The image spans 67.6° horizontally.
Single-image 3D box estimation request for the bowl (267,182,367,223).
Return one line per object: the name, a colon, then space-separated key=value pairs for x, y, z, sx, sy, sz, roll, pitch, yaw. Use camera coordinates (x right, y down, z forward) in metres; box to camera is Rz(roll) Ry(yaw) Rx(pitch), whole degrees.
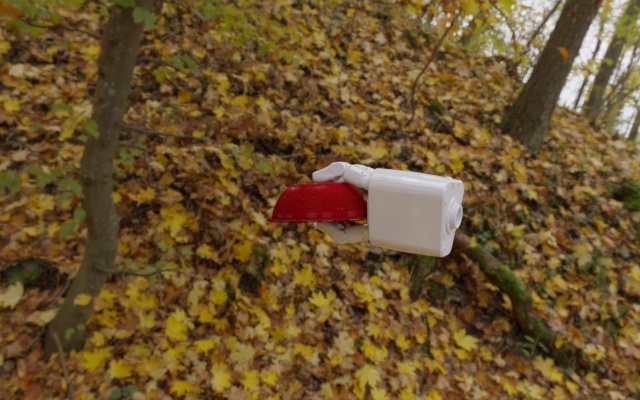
bowl: x=-0.001 y=0.002 z=0.715 sx=0.162 sy=0.055 sz=0.162 roll=-2 pitch=0 yaw=0
